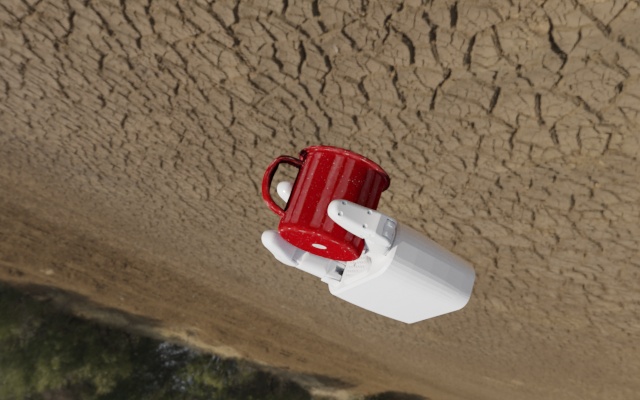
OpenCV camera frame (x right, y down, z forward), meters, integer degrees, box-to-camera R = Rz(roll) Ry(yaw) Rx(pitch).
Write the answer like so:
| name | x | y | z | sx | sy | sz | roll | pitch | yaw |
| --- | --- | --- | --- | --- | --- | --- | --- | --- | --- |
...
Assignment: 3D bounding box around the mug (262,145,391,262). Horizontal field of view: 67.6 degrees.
| name | x | y | z | sx | sy | sz | roll | pitch | yaw |
| --- | --- | --- | --- | --- | --- | --- | --- | --- | --- |
| mug | -0.001 | 0.001 | 0.445 | 0.117 | 0.081 | 0.093 | 26 | -20 | -19 |
